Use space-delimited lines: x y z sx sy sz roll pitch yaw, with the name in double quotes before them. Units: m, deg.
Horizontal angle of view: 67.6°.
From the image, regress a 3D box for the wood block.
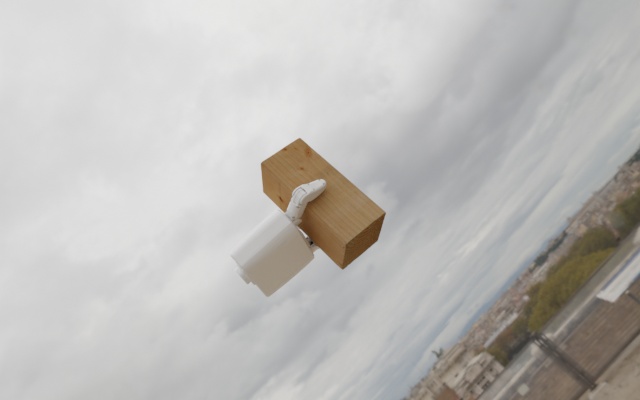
"wood block" 0.000 0.003 0.802 0.090 0.206 0.091 -36 -25 -24
